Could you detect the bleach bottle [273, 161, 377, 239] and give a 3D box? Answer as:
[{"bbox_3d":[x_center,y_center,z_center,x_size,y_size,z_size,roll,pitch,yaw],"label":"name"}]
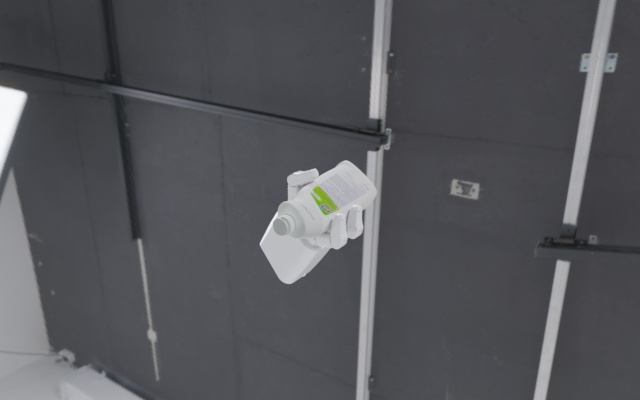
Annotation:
[{"bbox_3d":[0.000,0.003,0.832,0.102,0.068,0.250,44,35,15],"label":"bleach bottle"}]
